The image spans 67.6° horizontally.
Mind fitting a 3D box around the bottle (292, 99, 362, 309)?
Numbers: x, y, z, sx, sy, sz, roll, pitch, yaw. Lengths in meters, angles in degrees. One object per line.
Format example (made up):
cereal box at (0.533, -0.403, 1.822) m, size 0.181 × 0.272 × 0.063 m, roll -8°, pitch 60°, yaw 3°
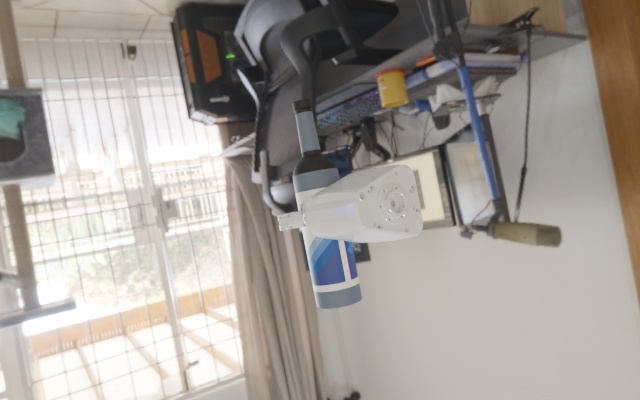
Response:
bottle at (0.000, 0.003, 0.686) m, size 0.069 × 0.295 × 0.069 m, roll -11°, pitch 0°, yaw 0°
